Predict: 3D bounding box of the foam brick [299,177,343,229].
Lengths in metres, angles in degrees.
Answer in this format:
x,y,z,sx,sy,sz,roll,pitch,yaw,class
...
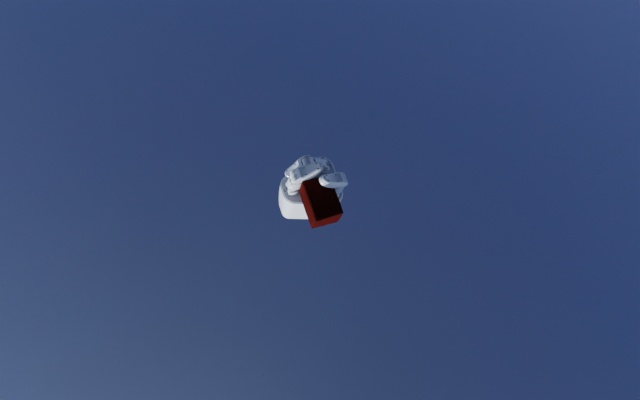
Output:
x,y,z,sx,sy,sz,roll,pitch,yaw,class
0.000,0.003,0.845,0.053,0.078,0.051,-14,-18,-15,foam brick
